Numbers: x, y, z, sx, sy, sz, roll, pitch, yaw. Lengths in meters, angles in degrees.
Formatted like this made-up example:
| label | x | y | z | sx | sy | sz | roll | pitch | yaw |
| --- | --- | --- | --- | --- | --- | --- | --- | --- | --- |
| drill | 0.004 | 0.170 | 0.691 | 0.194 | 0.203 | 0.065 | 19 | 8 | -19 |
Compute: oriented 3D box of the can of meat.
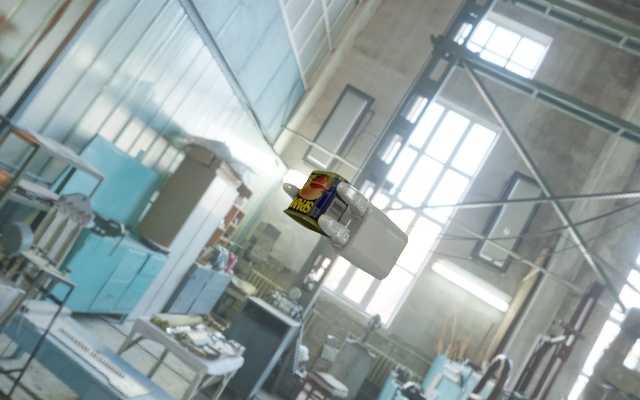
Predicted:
| label | x | y | z | sx | sy | sz | roll | pitch | yaw |
| --- | --- | --- | --- | --- | --- | --- | --- | --- | --- |
| can of meat | 0.000 | 0.002 | 0.739 | 0.057 | 0.084 | 0.102 | 38 | -10 | -26 |
